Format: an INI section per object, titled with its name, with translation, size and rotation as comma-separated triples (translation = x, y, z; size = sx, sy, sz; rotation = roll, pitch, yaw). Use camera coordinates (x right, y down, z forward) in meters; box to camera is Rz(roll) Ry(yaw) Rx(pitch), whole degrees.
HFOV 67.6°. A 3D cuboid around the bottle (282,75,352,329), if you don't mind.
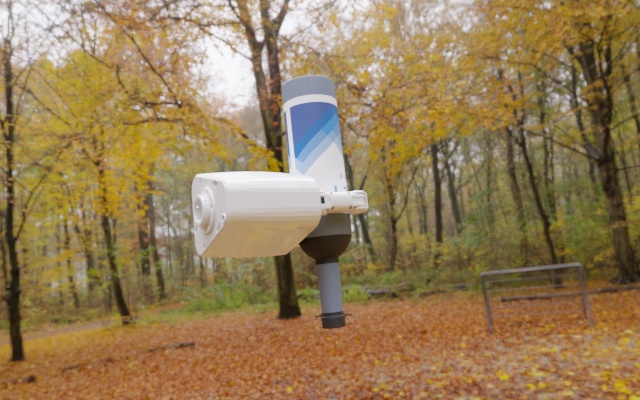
[bottle]
translation = 0.000, 0.002, 0.574
size = 0.069, 0.295, 0.069
rotation = -6, -9, -1
